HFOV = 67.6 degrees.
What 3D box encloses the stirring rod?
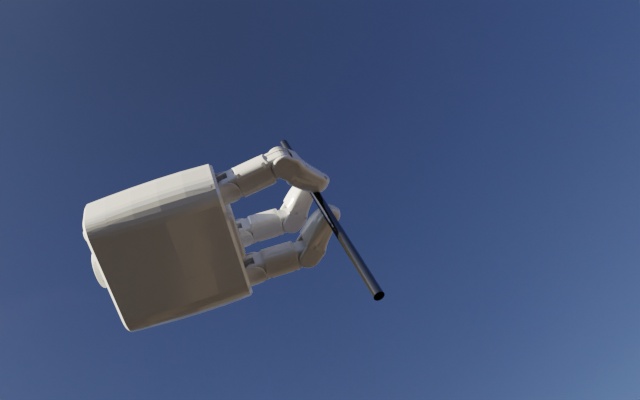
[{"bbox_3d":[0.000,0.001,0.412,0.011,0.011,0.239,0,31,-22],"label":"stirring rod"}]
